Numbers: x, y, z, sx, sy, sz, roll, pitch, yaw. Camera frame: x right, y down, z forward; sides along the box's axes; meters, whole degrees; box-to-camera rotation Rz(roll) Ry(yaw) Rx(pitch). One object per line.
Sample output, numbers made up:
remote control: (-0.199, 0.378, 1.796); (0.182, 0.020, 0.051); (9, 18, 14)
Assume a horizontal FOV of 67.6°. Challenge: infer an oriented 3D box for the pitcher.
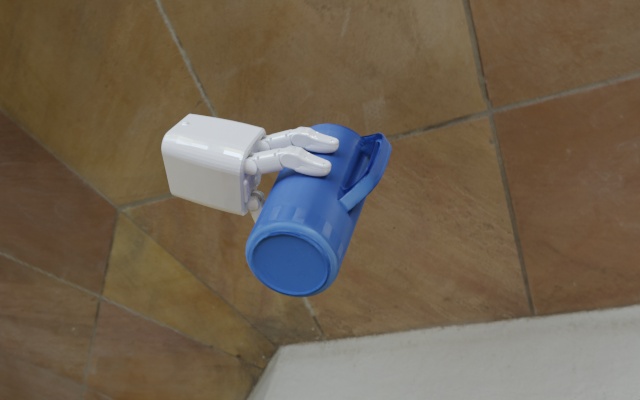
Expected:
pitcher: (0.000, 0.002, 0.616); (0.145, 0.149, 0.242); (14, 35, 5)
